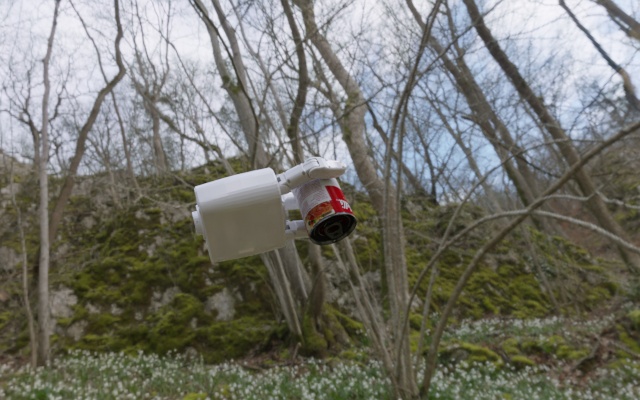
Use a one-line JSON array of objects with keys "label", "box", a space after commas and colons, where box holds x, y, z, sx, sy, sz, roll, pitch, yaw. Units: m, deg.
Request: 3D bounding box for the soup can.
[{"label": "soup can", "box": [0.000, 0.002, 0.667, 0.068, 0.102, 0.069, -16, -36, -12]}]
